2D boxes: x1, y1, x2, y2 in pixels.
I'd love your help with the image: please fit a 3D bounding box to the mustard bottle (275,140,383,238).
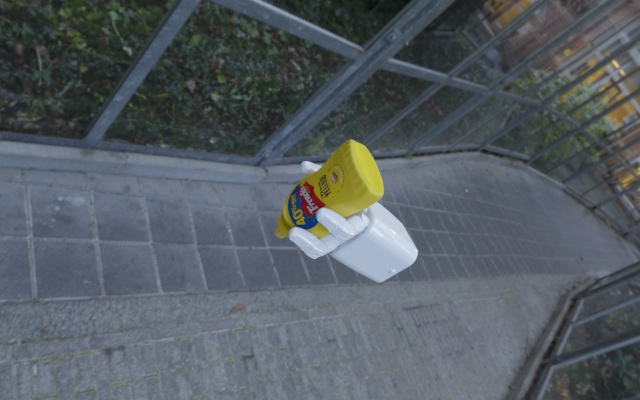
[{"bbox_3d":[0.000,0.002,0.700,0.058,0.096,0.192,16,-43,-45],"label":"mustard bottle"}]
